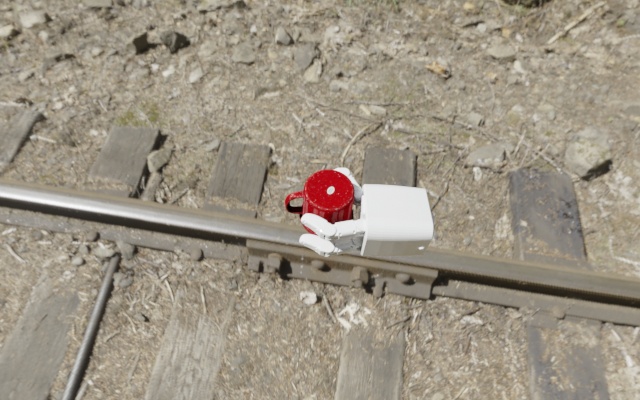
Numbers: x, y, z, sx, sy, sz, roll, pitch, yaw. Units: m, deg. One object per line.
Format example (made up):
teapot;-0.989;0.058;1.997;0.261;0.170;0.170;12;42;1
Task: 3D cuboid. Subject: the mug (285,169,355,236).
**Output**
mug;-0.001;0.002;0.781;0.117;0.093;0.082;2;-32;-2
